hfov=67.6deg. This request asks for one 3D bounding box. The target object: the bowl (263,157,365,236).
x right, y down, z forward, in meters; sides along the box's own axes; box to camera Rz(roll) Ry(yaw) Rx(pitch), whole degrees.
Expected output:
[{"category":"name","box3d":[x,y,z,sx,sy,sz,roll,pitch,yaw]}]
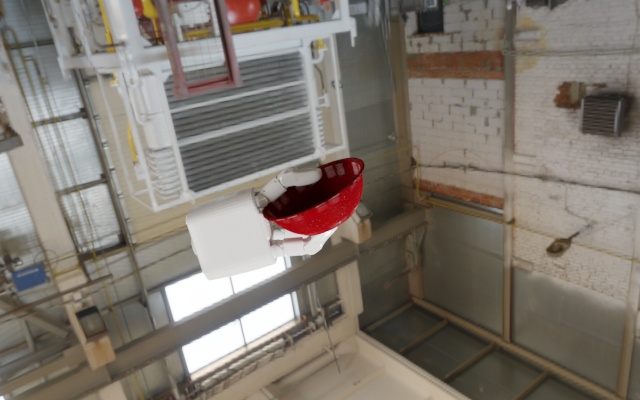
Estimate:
[{"category":"bowl","box3d":[0.001,0.002,0.684,0.162,0.055,0.162,-25,20,10]}]
